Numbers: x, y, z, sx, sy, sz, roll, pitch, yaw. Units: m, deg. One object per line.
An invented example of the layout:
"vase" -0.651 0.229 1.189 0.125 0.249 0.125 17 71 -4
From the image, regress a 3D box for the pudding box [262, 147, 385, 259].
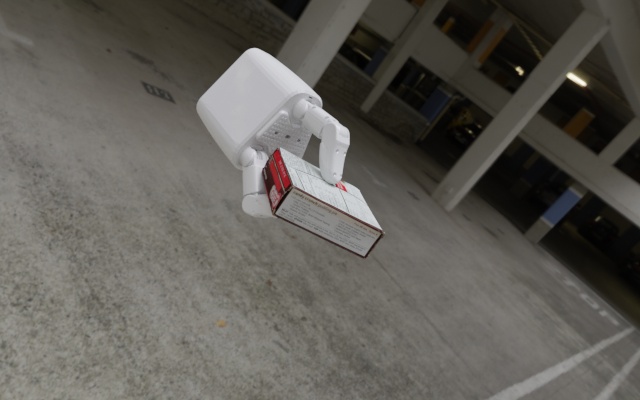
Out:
"pudding box" 0.000 0.001 0.475 0.113 0.039 0.090 26 21 -25
